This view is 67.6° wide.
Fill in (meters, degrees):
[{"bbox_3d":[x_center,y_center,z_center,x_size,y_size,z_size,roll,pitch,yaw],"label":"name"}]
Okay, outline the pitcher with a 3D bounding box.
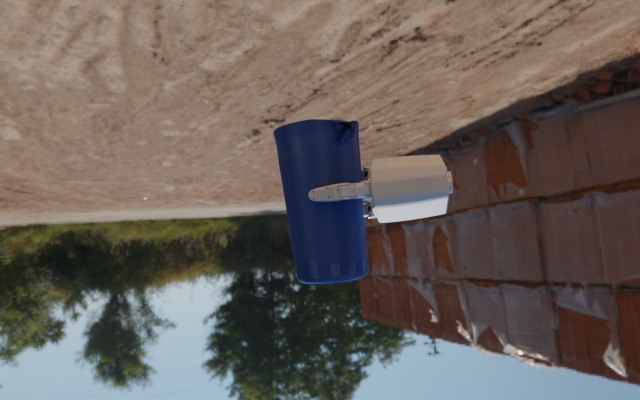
[{"bbox_3d":[0.000,0.002,0.742,0.145,0.243,0.149,-6,-3,10],"label":"pitcher"}]
